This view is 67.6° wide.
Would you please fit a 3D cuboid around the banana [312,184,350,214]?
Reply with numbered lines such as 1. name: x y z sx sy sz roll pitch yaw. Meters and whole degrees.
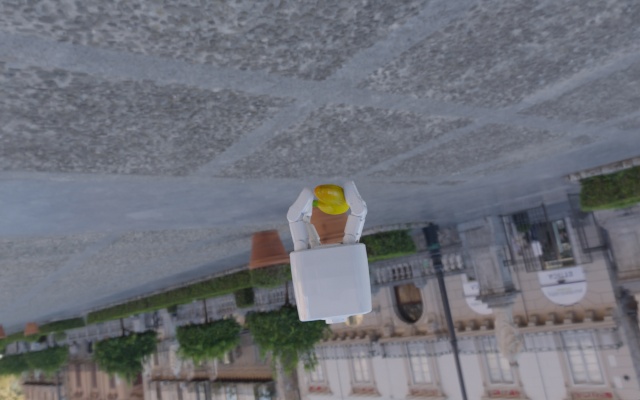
1. banana: 0.018 0.002 0.805 0.069 0.037 0.198 -4 -8 -5
